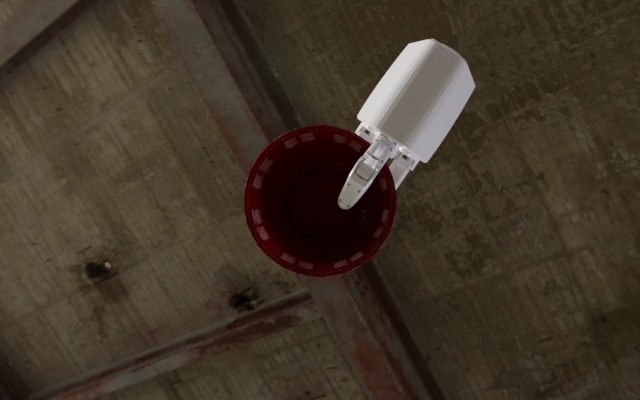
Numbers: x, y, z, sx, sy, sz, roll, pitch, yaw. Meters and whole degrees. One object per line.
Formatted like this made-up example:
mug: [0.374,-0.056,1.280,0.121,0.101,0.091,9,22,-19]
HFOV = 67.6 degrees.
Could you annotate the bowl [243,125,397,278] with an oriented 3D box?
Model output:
bowl: [-0.001,0.003,0.528,0.162,0.162,0.055,0,-5,2]
